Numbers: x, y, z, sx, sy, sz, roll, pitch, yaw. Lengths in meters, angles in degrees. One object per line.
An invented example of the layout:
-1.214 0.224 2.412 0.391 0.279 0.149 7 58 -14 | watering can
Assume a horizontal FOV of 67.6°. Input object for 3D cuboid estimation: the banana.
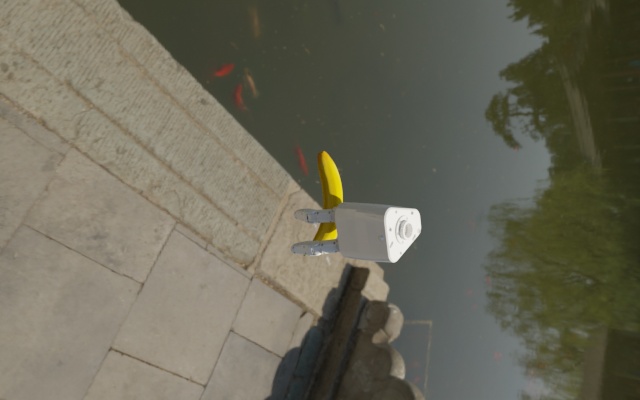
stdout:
0.013 0.009 0.901 0.069 0.198 0.037 11 -4 -44 | banana
